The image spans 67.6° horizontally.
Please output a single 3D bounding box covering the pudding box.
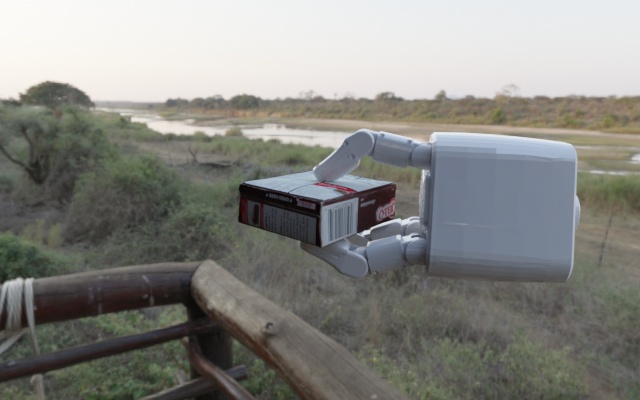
[{"bbox_3d":[0.000,0.001,0.412,0.090,0.039,0.113,12,15,36],"label":"pudding box"}]
